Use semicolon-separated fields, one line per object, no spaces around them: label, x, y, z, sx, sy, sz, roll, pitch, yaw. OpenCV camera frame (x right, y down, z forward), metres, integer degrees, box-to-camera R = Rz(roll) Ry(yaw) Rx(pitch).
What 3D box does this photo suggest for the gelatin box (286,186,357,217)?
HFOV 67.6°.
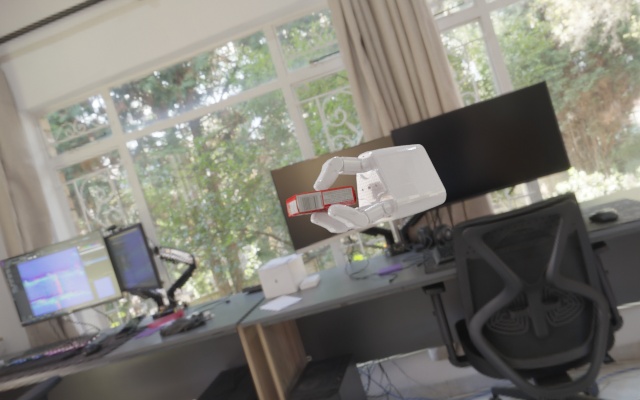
gelatin box;0.000;0.002;0.706;0.089;0.030;0.073;-9;-3;-16
